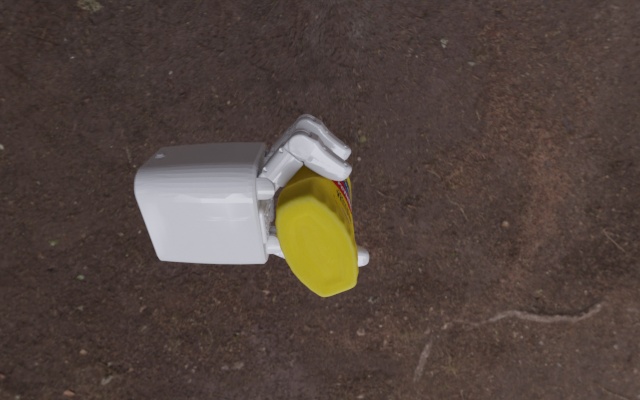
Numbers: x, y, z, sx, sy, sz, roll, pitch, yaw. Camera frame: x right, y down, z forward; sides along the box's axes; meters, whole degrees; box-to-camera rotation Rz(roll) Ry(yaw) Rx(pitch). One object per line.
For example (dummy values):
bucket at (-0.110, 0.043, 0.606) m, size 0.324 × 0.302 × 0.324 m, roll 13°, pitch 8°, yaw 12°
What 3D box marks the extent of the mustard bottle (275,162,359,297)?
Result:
mustard bottle at (0.000, 0.002, 0.465) m, size 0.058 × 0.096 × 0.191 m, roll -23°, pitch 21°, yaw 11°
